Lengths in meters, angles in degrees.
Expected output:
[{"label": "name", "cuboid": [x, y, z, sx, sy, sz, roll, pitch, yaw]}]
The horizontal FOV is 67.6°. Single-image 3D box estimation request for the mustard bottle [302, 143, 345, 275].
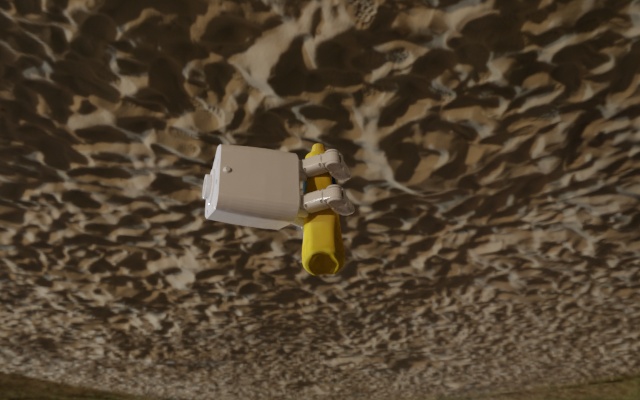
[{"label": "mustard bottle", "cuboid": [0.000, 0.002, 0.677, 0.058, 0.191, 0.096, -4, -28, 2]}]
